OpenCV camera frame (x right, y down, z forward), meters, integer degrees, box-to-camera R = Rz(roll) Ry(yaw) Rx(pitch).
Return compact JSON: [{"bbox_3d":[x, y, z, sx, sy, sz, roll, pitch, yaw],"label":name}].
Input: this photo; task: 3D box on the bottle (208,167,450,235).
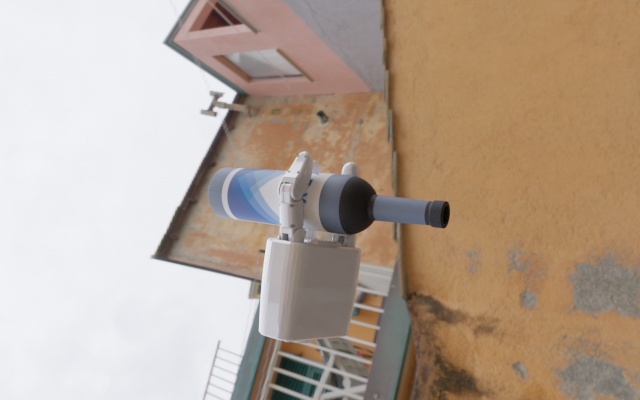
[{"bbox_3d":[0.000,0.002,0.549,0.295,0.069,0.069,6,3,32],"label":"bottle"}]
